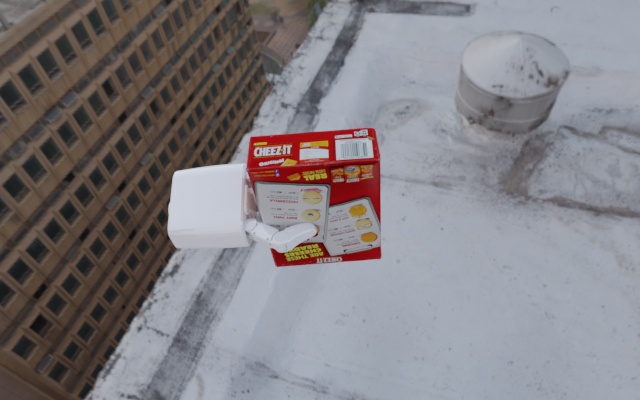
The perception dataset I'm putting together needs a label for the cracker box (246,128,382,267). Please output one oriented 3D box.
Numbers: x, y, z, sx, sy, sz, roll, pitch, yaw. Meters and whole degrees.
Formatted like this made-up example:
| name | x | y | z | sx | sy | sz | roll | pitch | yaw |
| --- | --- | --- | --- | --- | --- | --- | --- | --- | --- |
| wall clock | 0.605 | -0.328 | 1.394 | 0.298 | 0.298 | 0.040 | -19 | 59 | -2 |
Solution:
| name | x | y | z | sx | sy | sz | roll | pitch | yaw |
| --- | --- | --- | --- | --- | --- | --- | --- | --- | --- |
| cracker box | 0.000 | 0.002 | 0.666 | 0.164 | 0.072 | 0.214 | -5 | -41 | 4 |
